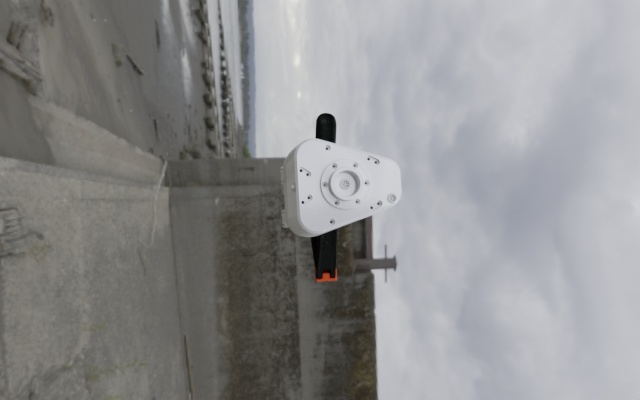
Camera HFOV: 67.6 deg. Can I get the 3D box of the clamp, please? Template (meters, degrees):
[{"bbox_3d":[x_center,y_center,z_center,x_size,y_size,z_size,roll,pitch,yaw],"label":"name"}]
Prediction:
[{"bbox_3d":[0.001,0.003,0.650,0.036,0.210,0.164,-2,-3,-8],"label":"clamp"}]
